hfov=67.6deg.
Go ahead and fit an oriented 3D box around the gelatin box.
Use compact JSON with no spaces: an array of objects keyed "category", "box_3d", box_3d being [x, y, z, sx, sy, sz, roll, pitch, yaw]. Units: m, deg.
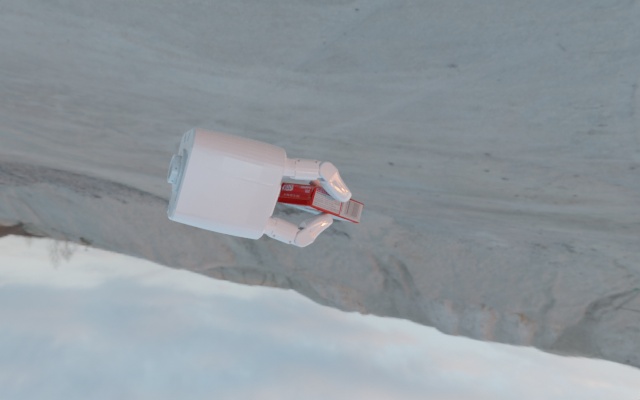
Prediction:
[{"category":"gelatin box","box_3d":[0.000,0.003,0.629,0.089,0.030,0.073,20,-8,-37]}]
